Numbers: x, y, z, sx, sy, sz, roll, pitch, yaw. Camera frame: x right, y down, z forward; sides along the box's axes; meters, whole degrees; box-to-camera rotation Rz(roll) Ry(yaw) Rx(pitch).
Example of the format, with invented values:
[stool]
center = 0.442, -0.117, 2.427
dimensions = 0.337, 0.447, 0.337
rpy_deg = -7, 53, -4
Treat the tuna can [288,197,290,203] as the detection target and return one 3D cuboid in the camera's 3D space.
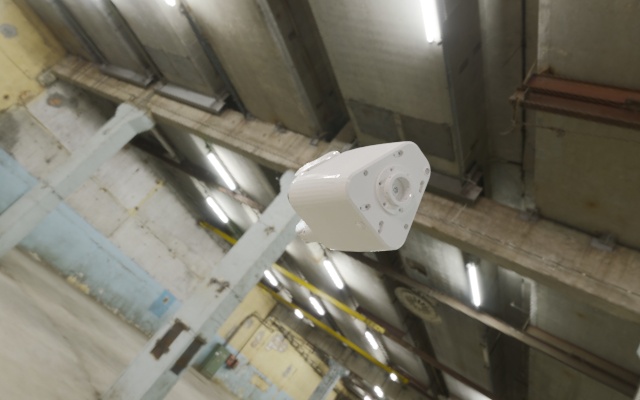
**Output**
[tuna can]
center = 0.000, 0.002, 0.640
dimensions = 0.086, 0.033, 0.086
rpy_deg = 29, -27, 16
